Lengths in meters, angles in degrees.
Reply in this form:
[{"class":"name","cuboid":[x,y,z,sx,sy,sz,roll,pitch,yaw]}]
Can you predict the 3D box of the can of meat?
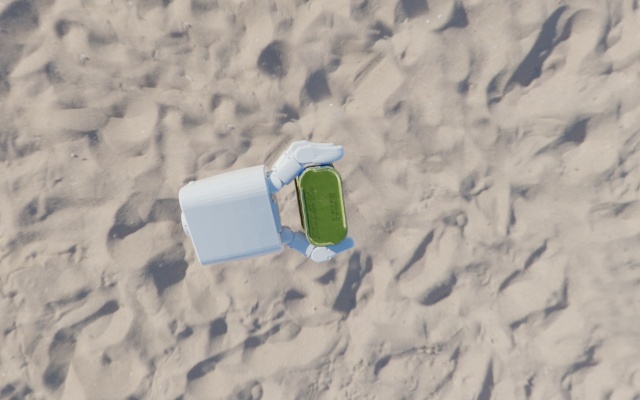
[{"class":"can of meat","cuboid":[0.000,0.002,0.605,0.057,0.102,0.084,-9,10,-3]}]
